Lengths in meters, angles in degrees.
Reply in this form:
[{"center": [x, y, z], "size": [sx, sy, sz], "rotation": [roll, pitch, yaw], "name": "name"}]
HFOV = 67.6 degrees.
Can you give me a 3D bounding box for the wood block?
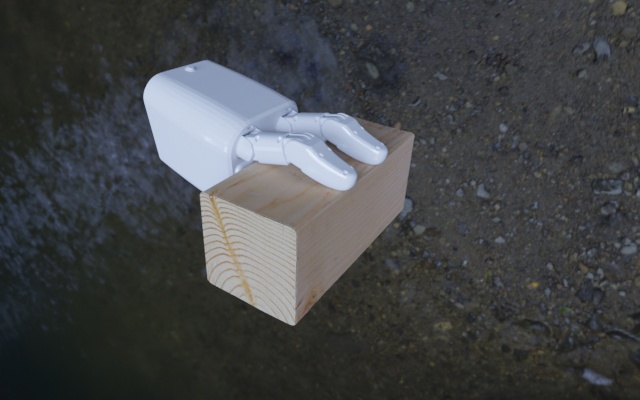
[{"center": [0.000, 0.002, 0.430], "size": [0.090, 0.091, 0.206], "rotation": [20, 35, 25], "name": "wood block"}]
